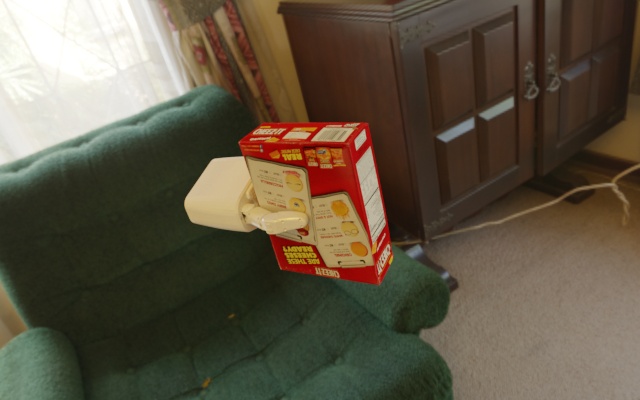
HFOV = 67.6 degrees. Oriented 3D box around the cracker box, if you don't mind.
[{"bbox_3d":[0.000,0.002,0.647,0.164,0.214,0.072,4,35,31],"label":"cracker box"}]
